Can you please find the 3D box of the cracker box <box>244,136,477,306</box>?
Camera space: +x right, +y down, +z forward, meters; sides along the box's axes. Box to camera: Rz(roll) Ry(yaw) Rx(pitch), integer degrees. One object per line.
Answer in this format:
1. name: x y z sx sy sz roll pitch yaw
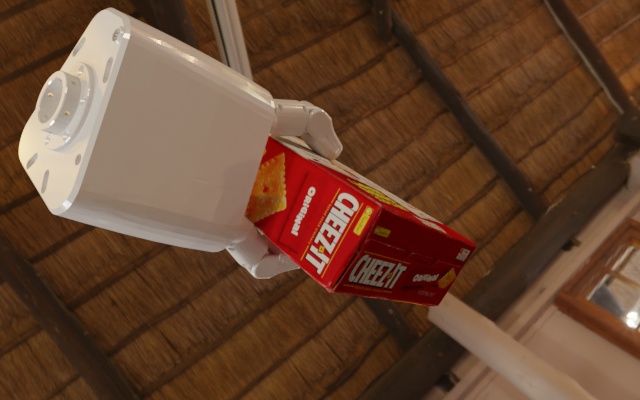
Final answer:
1. cracker box: 0.000 0.001 0.407 0.213 0.072 0.164 35 10 39
